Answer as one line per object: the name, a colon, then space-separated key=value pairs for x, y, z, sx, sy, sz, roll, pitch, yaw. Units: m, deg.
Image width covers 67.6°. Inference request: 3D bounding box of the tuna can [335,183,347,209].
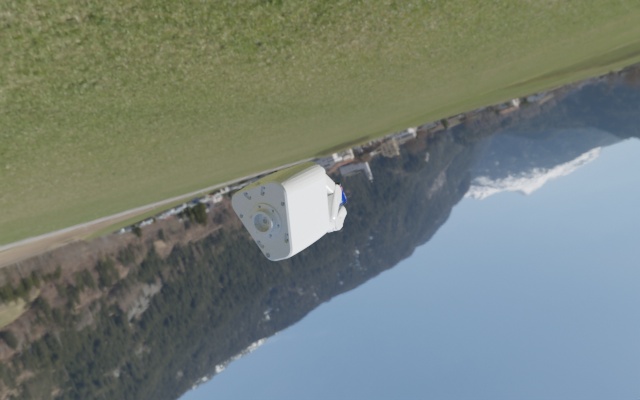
tuna can: x=0.000 y=0.003 z=0.796 sx=0.086 sy=0.034 sz=0.086 roll=-23 pitch=8 yaw=4
